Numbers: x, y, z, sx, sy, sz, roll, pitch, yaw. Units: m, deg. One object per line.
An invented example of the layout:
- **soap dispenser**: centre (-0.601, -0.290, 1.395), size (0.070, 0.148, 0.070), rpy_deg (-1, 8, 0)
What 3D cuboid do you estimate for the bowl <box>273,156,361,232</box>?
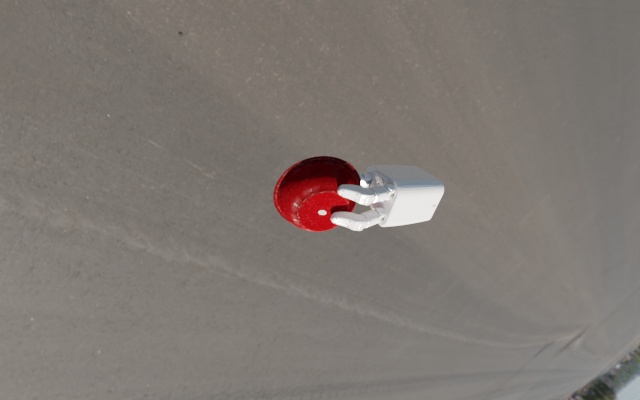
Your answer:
- **bowl**: centre (-0.001, 0.003, 0.838), size (0.162, 0.162, 0.055), rpy_deg (0, 40, -14)
